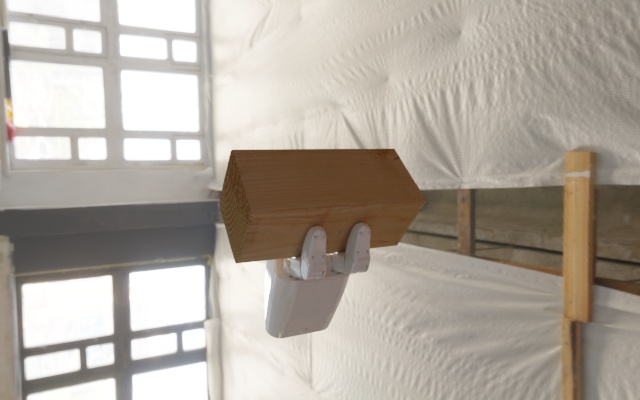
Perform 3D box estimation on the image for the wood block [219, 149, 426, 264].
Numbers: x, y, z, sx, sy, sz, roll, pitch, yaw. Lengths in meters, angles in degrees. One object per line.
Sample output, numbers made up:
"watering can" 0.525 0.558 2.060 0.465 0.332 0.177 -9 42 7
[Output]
"wood block" 0.000 0.002 0.548 0.206 0.090 0.090 -3 -41 -26
